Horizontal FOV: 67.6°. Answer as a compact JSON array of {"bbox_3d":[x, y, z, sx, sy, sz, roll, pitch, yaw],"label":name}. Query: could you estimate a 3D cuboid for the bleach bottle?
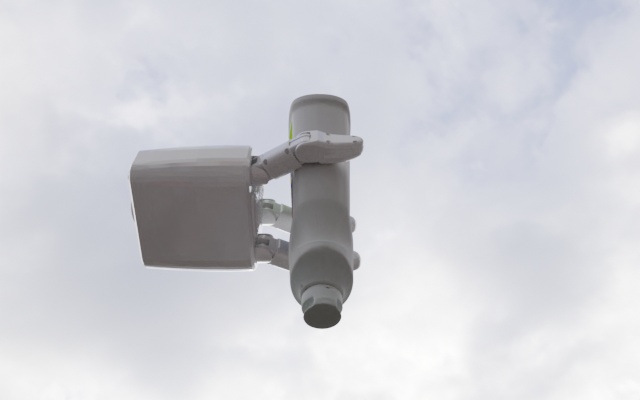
[{"bbox_3d":[0.000,0.001,0.439,0.068,0.103,0.250,0,38,-1],"label":"bleach bottle"}]
